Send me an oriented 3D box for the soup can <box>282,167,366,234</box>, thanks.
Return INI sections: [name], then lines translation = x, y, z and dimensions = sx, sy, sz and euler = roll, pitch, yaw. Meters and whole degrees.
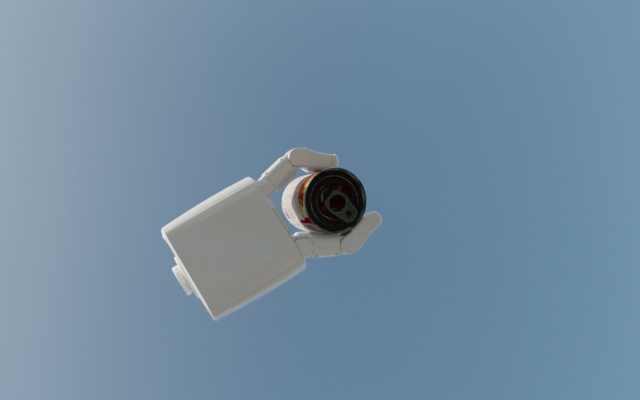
[soup can]
translation = 0.000, 0.001, 0.534
dimensions = 0.068, 0.068, 0.102
euler = 0, -2, -18
